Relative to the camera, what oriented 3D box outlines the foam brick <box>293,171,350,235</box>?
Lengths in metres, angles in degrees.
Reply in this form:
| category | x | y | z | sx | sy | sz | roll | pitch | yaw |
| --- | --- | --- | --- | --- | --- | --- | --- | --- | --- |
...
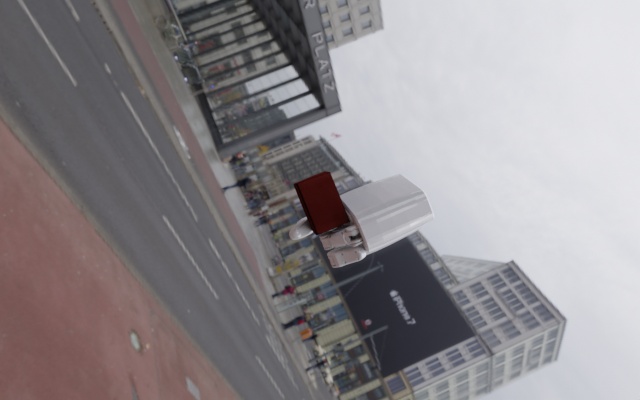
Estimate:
| category | x | y | z | sx | sy | sz | roll | pitch | yaw |
| --- | --- | --- | --- | --- | --- | --- | --- | --- | --- |
| foam brick | 0.000 | 0.002 | 0.677 | 0.051 | 0.078 | 0.053 | -23 | 7 | -5 |
